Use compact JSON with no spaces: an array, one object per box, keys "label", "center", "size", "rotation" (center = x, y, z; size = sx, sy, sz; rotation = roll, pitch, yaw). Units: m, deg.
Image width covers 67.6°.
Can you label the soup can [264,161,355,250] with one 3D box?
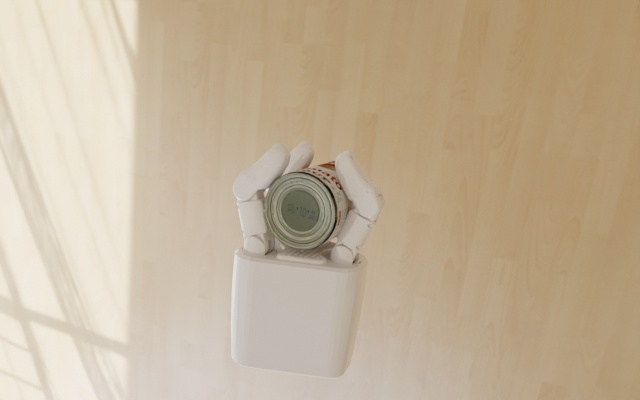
[{"label":"soup can","center":[0.000,0.001,0.437],"size":[0.068,0.068,0.102],"rotation":[0,9,22]}]
